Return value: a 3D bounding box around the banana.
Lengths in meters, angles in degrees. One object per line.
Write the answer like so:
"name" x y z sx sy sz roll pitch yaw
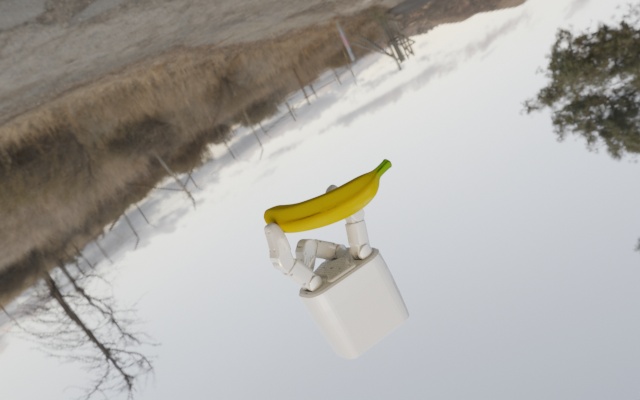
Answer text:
"banana" -0.005 0.009 0.570 0.198 0.037 0.069 -20 16 33
